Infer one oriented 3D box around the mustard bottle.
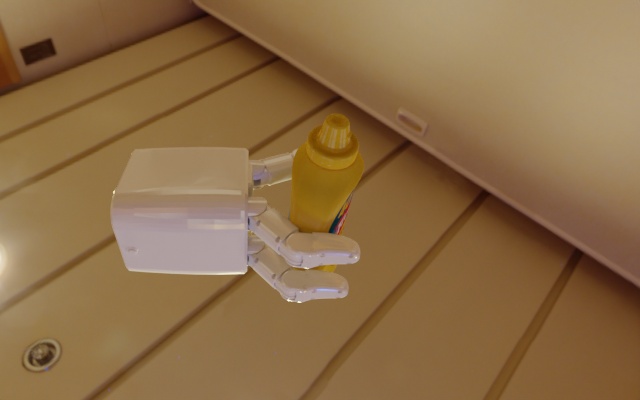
[{"bbox_3d":[0.000,0.002,0.429,0.058,0.096,0.192,19,-41,7],"label":"mustard bottle"}]
